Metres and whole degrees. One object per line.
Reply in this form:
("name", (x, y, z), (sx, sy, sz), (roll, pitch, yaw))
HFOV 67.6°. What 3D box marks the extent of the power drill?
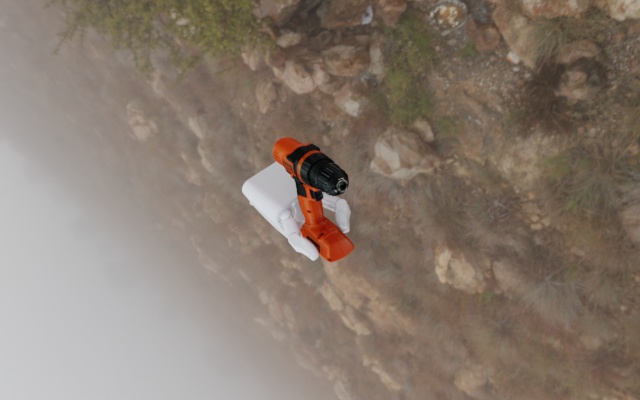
("power drill", (0.000, 0.003, 0.746), (0.057, 0.188, 0.184), (-26, 34, -18))
